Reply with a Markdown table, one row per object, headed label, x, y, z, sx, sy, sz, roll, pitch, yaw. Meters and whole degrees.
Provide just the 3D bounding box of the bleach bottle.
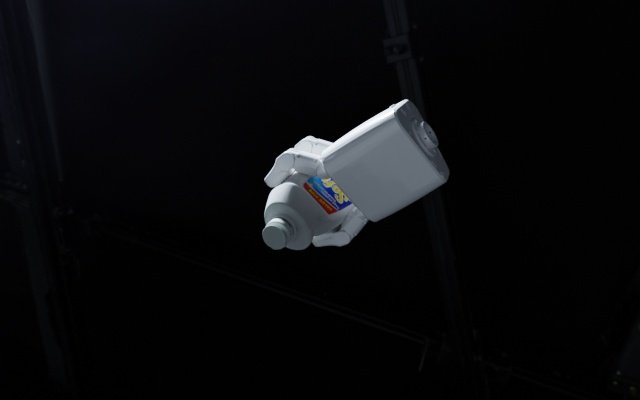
| label | x | y | z | sx | sy | sz | roll | pitch | yaw |
| --- | --- | --- | --- | --- | --- | --- | --- | --- | --- |
| bleach bottle | 0.000 | 0.002 | 0.621 | 0.068 | 0.102 | 0.250 | -29 | 8 | 30 |
